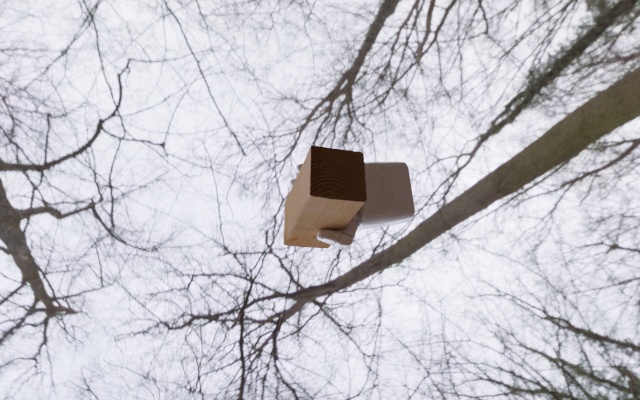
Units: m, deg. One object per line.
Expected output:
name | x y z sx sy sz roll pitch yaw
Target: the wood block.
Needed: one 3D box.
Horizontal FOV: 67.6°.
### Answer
wood block | 0.000 0.003 0.813 0.090 0.090 0.206 6 -28 -13
